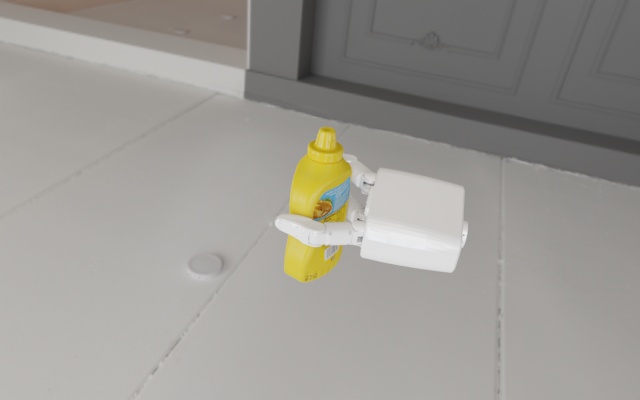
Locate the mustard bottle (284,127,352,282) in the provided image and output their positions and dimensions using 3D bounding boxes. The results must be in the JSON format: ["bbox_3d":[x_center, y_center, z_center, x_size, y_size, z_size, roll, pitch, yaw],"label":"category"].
[{"bbox_3d":[0.000,0.002,0.585,0.058,0.192,0.096,25,36,28],"label":"mustard bottle"}]
